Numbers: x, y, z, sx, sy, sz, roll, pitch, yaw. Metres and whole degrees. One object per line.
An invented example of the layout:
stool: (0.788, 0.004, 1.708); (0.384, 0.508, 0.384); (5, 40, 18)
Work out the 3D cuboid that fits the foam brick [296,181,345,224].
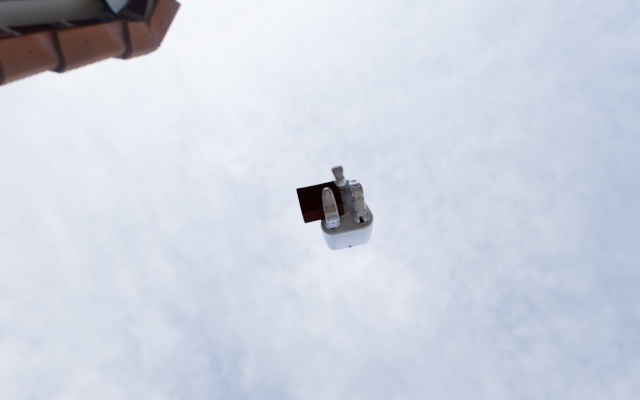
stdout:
foam brick: (0.000, 0.003, 0.863); (0.078, 0.053, 0.051); (-12, -24, -1)
